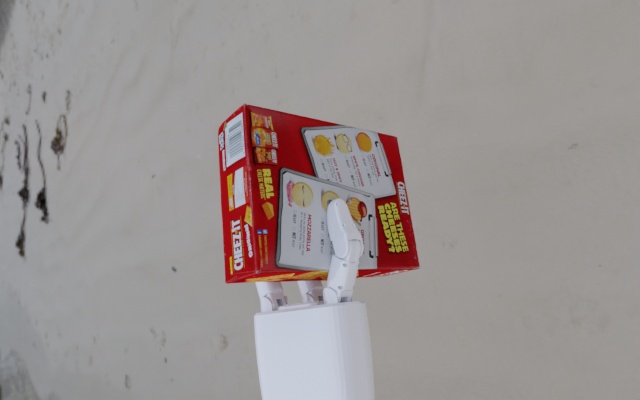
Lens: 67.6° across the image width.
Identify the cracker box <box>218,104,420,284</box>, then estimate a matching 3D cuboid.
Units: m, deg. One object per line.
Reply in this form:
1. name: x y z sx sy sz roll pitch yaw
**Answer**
1. cracker box: 0.000 0.002 0.516 0.214 0.164 0.072 5 -19 -38
